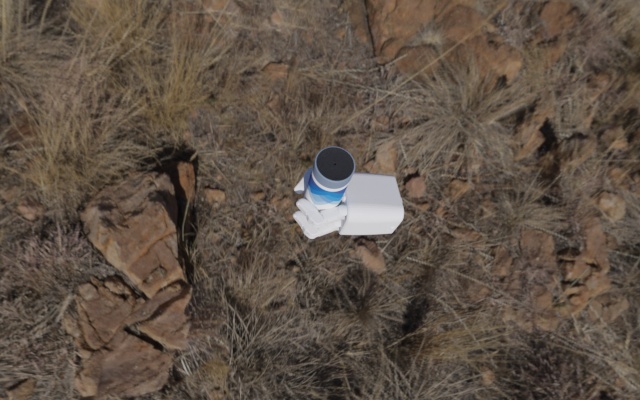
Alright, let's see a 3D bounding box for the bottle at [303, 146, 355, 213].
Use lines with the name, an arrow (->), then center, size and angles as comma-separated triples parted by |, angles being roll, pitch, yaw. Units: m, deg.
bottle -> 0.000, 0.003, 0.895 | 0.069, 0.069, 0.296 | 0, -25, -10
